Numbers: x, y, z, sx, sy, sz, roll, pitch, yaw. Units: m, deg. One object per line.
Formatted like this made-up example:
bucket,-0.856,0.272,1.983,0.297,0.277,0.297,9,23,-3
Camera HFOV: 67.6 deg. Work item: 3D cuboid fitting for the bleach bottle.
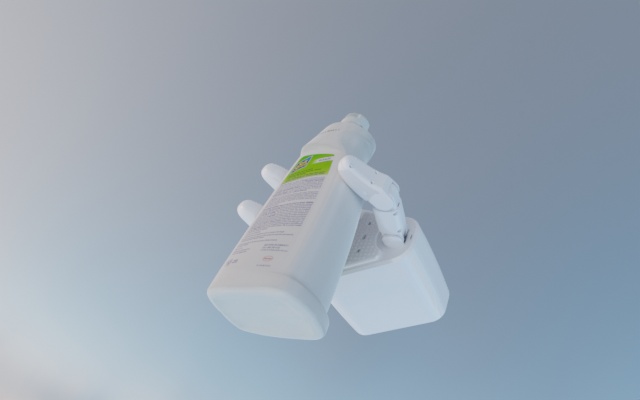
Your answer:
bleach bottle,0.000,0.001,0.442,0.102,0.068,0.250,-6,41,36
